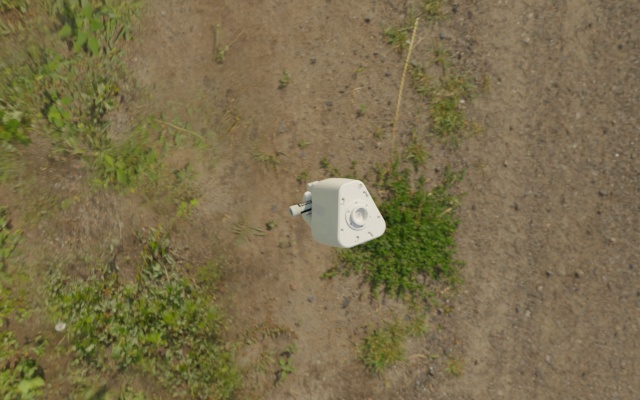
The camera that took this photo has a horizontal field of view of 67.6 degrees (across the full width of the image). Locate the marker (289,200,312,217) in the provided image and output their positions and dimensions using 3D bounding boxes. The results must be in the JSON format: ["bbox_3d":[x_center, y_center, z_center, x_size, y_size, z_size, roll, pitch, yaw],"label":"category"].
[{"bbox_3d":[0.000,0.003,0.875,0.121,0.020,0.020,-19,7,-22],"label":"marker"}]
